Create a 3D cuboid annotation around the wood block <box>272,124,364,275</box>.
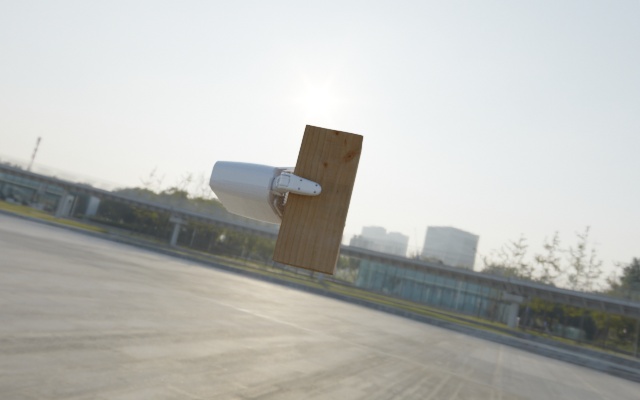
[{"bbox_3d":[0.000,0.002,0.724,0.090,0.206,0.091,12,-9,6],"label":"wood block"}]
